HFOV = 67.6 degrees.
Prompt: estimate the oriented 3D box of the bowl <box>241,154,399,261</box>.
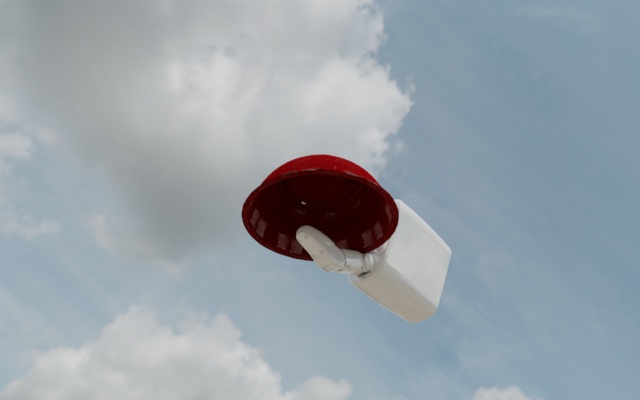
[{"bbox_3d":[-0.001,0.001,0.506,0.162,0.055,0.162,1,-37,0],"label":"bowl"}]
